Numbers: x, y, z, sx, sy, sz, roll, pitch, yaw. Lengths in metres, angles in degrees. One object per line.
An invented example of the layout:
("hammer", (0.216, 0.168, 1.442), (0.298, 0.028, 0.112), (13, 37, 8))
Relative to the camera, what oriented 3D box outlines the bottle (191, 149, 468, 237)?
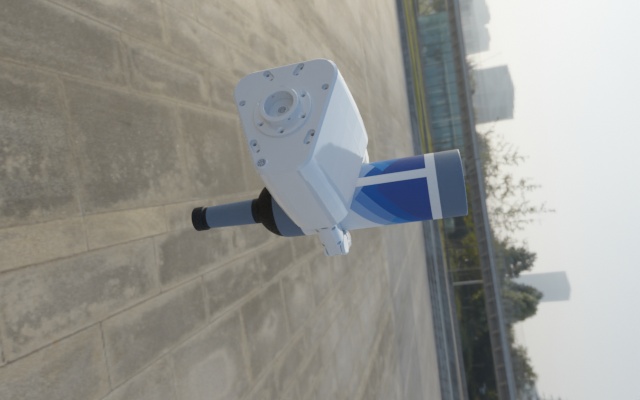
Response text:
("bottle", (0.000, 0.002, 0.510), (0.296, 0.069, 0.069), (-8, -2, 14))
